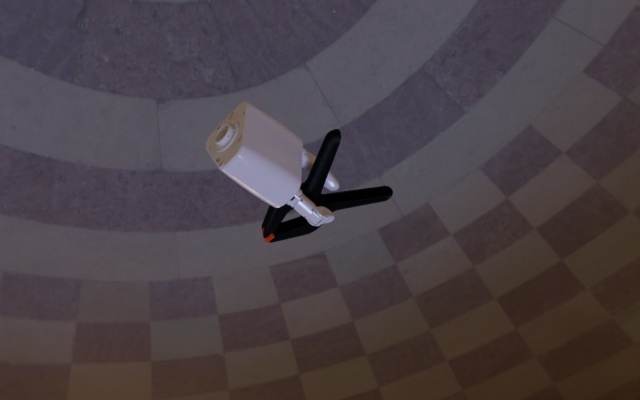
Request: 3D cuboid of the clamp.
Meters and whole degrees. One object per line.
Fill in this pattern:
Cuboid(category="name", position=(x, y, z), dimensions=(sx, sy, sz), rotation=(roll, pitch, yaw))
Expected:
Cuboid(category="clamp", position=(0.000, 0.003, 0.733), dimensions=(0.210, 0.036, 0.165), rotation=(-40, -51, 19))
